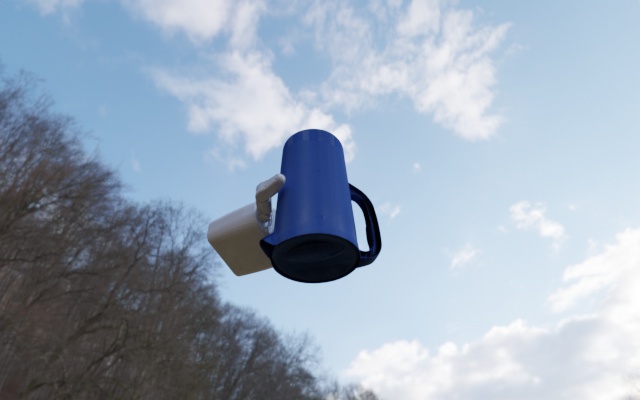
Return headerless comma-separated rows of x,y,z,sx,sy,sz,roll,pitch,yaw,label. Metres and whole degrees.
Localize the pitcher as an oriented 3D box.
0.000,0.003,0.772,0.145,0.242,0.149,-22,-44,22,pitcher
